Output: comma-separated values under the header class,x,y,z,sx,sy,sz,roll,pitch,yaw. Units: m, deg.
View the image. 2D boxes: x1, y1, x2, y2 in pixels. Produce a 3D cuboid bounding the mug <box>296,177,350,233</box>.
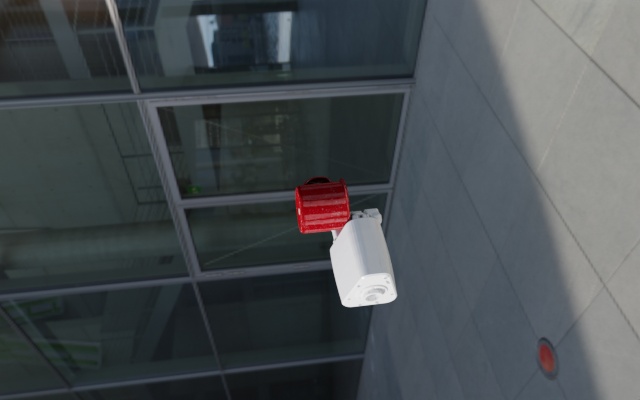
class,x,y,z,sx,sy,sz,roll,pitch,yaw
mug,0.000,0.002,0.822,0.081,0.117,0.093,-6,-40,-7
